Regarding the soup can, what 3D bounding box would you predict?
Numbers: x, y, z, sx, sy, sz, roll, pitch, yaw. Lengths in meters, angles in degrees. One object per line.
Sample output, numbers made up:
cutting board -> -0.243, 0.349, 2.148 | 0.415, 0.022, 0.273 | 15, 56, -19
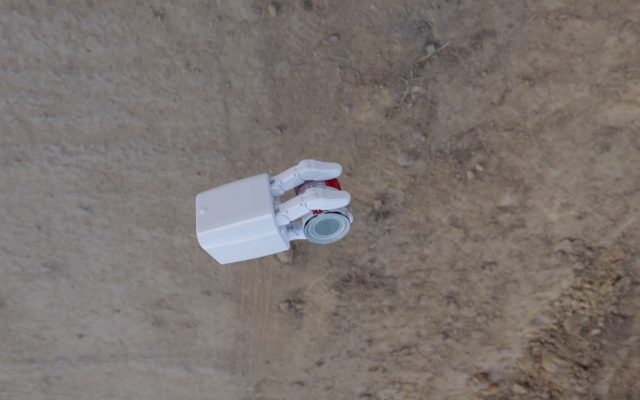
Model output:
soup can -> 0.001, 0.002, 0.682 | 0.068, 0.102, 0.069 | -8, -42, -7
